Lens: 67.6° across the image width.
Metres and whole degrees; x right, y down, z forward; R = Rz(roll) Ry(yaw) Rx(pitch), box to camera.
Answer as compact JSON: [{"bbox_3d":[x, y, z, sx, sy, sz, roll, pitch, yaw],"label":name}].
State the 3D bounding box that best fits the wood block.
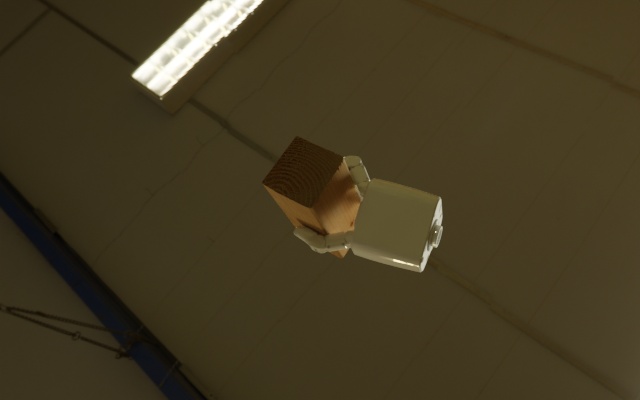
[{"bbox_3d":[0.000,0.003,0.753,0.090,0.091,0.206,27,-16,26],"label":"wood block"}]
